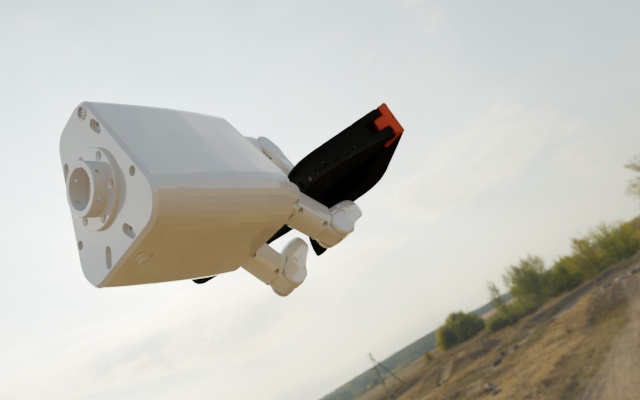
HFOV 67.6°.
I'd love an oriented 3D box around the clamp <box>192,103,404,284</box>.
[{"bbox_3d":[0.000,0.000,0.415,0.210,0.036,0.164,-44,-24,29],"label":"clamp"}]
